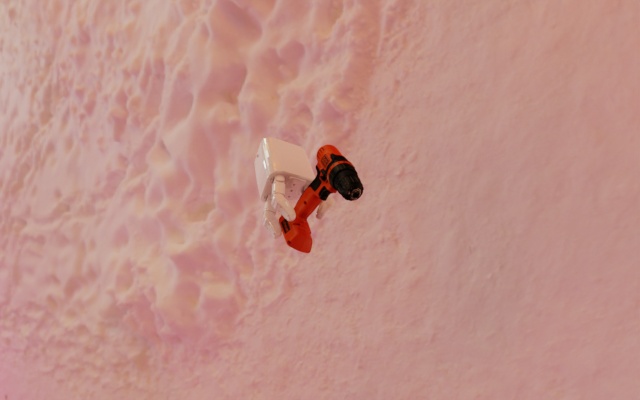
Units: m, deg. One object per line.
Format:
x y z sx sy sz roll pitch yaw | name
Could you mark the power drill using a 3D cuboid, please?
0.000 0.003 0.883 0.057 0.188 0.184 27 18 -25 | power drill
